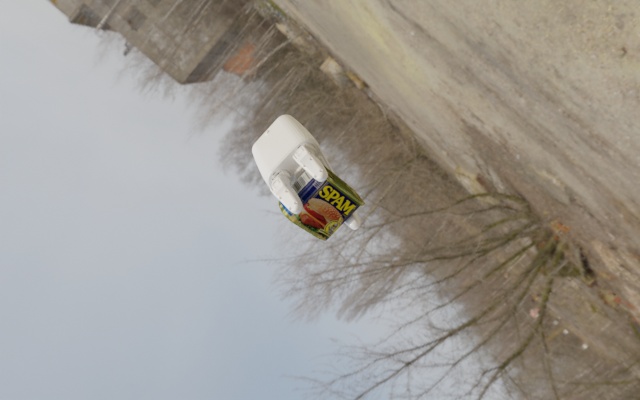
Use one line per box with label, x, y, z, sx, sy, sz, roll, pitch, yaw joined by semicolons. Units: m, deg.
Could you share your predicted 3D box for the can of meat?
can of meat;0.000;0.003;0.694;0.102;0.084;0.057;35;13;-40
